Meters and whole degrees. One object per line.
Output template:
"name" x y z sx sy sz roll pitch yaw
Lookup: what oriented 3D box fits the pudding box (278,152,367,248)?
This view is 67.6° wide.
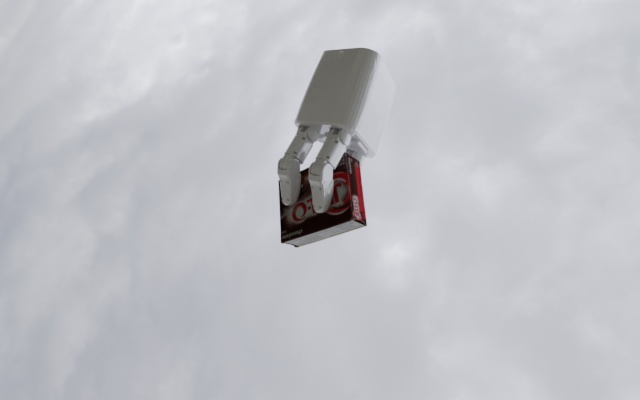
"pudding box" 0.000 0.002 0.602 0.113 0.090 0.039 -22 -30 34
